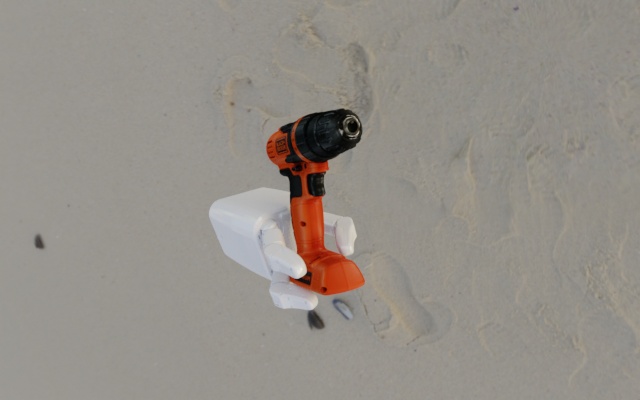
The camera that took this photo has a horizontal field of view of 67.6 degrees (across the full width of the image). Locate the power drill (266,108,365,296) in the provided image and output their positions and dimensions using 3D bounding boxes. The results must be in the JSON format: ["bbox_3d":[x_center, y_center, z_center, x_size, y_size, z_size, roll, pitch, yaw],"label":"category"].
[{"bbox_3d":[0.000,0.002,0.514,0.057,0.187,0.184,-8,3,-23],"label":"power drill"}]
